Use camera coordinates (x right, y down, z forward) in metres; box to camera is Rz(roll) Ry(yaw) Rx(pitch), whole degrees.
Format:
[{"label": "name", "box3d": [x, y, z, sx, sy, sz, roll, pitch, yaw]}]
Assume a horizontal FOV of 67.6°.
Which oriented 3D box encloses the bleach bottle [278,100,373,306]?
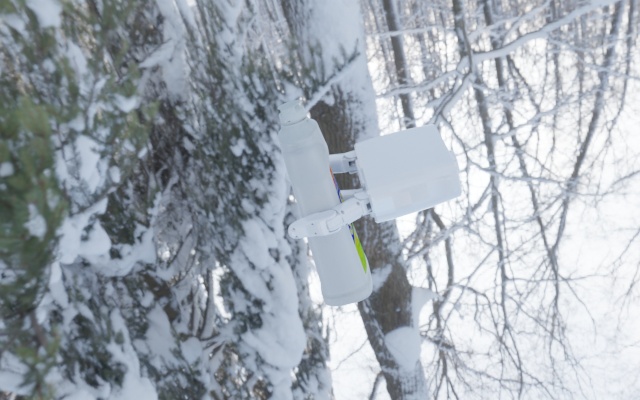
[{"label": "bleach bottle", "box3d": [0.000, 0.002, 0.592, 0.068, 0.251, 0.102, -16, 24, 7]}]
